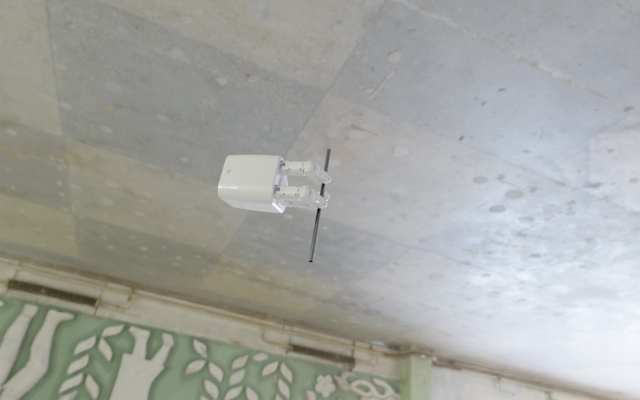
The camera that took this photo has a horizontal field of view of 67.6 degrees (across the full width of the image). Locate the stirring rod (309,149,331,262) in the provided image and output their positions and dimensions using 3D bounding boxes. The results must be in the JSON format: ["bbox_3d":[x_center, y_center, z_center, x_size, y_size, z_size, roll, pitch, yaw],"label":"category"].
[{"bbox_3d":[0.000,0.003,0.890,0.011,0.239,0.011,7,-29,4],"label":"stirring rod"}]
